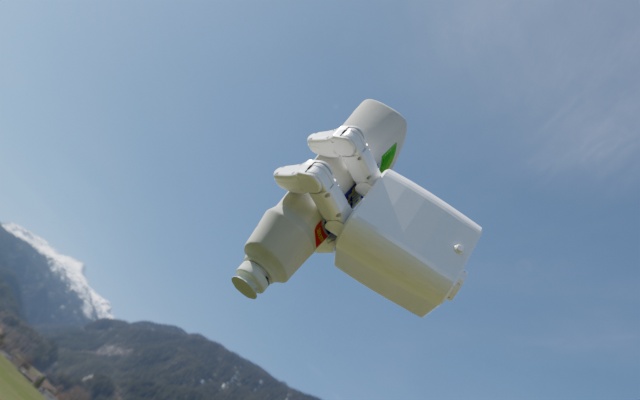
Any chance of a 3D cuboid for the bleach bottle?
[{"bbox_3d":[0.000,0.001,0.489,0.068,0.250,0.103,32,-34,13],"label":"bleach bottle"}]
